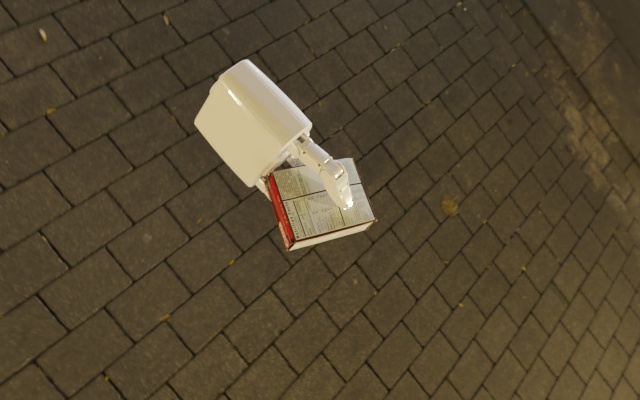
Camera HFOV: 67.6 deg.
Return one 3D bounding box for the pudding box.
[{"bbox_3d":[0.000,0.002,0.567,0.113,0.090,0.039,-13,-15,-24],"label":"pudding box"}]
